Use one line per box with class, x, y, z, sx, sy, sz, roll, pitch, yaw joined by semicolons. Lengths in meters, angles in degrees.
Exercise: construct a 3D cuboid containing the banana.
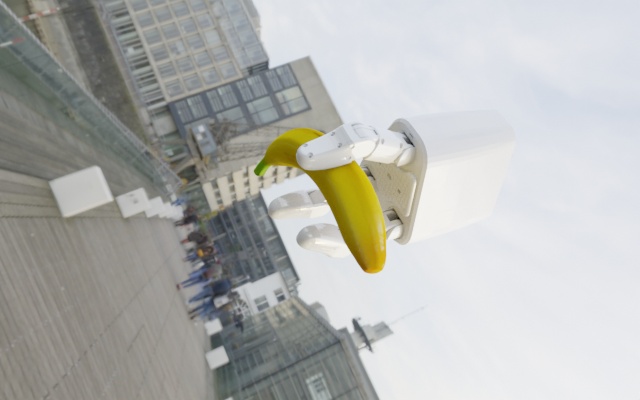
banana;0.003;-0.017;0.402;0.037;0.070;0.197;0;25;-33
